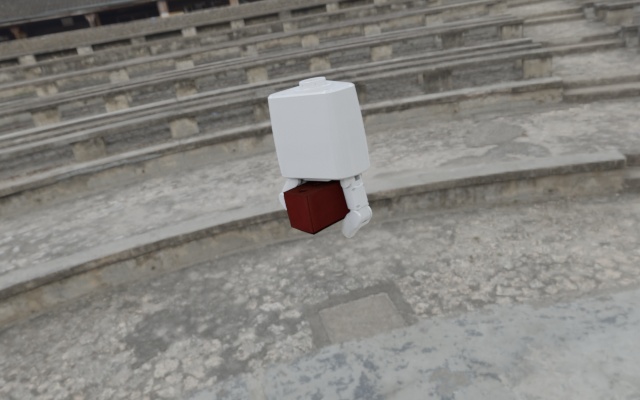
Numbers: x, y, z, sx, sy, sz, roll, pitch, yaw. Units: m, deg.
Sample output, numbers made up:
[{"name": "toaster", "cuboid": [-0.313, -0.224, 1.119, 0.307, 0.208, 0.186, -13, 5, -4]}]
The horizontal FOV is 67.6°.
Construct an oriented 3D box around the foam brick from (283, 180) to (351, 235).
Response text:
[{"name": "foam brick", "cuboid": [0.000, 0.002, 0.616, 0.078, 0.051, 0.053, -26, 23, -34]}]
